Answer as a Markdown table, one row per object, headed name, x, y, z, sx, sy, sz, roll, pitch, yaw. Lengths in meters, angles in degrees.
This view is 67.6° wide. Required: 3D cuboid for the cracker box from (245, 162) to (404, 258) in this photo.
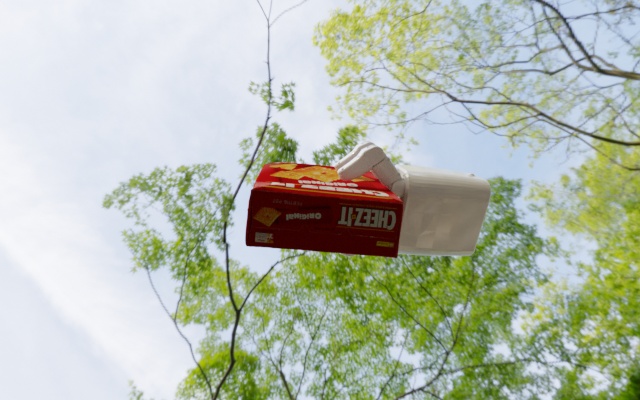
| name | x | y | z | sx | sy | sz | roll | pitch | yaw |
| --- | --- | --- | --- | --- | --- | --- | --- | --- | --- |
| cracker box | 0.000 | 0.002 | 0.598 | 0.164 | 0.072 | 0.213 | 4 | 11 | -4 |
